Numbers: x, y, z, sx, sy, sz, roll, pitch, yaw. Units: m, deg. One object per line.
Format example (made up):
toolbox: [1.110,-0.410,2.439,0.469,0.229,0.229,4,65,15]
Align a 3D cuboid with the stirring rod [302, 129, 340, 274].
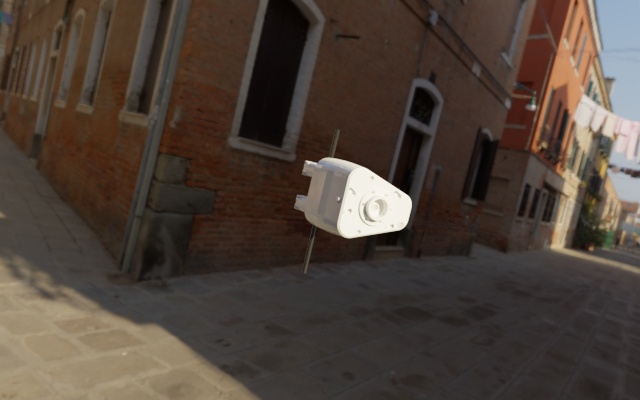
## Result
stirring rod: [0.000,0.003,0.779,0.011,0.239,0.011,13,4,-1]
